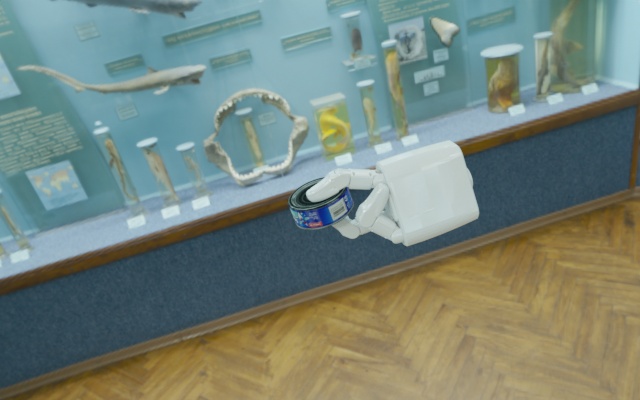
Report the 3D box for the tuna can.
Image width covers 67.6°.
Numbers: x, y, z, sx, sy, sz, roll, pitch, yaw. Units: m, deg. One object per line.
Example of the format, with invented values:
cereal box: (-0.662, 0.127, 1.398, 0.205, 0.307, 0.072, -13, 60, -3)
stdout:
tuna can: (0.000, 0.002, 0.654, 0.086, 0.034, 0.086, -16, 28, 9)
